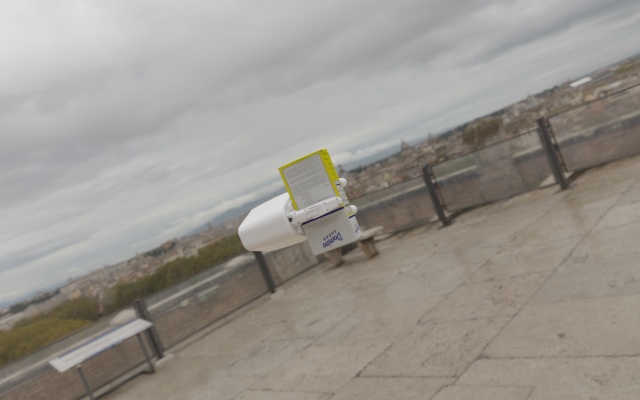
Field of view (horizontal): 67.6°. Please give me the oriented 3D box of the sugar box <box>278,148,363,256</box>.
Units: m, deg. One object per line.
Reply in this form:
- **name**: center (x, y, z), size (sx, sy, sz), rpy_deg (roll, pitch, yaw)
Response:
- **sugar box**: center (0.000, 0.003, 0.873), size (0.093, 0.176, 0.048), rpy_deg (-22, 2, 22)
